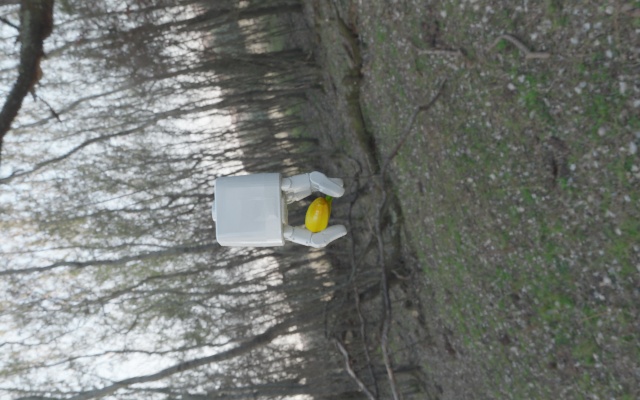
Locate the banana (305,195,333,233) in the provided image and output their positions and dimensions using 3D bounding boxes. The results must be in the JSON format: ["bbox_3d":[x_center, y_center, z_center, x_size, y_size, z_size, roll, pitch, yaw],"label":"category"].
[{"bbox_3d":[-0.003,0.020,0.783,0.037,0.069,0.198,12,6,2],"label":"banana"}]
